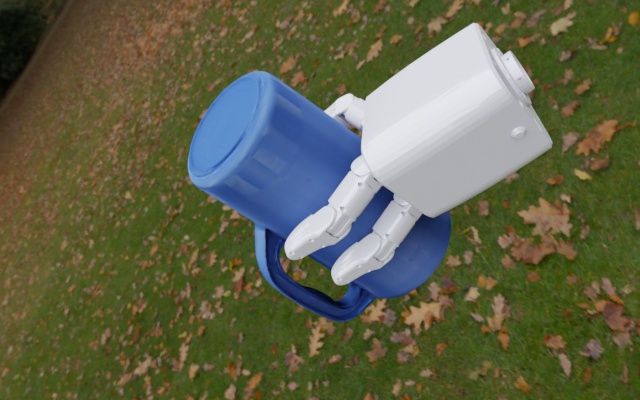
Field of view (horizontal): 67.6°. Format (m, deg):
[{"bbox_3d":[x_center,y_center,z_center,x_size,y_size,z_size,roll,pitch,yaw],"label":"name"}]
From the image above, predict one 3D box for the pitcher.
[{"bbox_3d":[0.000,0.001,0.445,0.145,0.149,0.243,-33,-47,29],"label":"pitcher"}]
